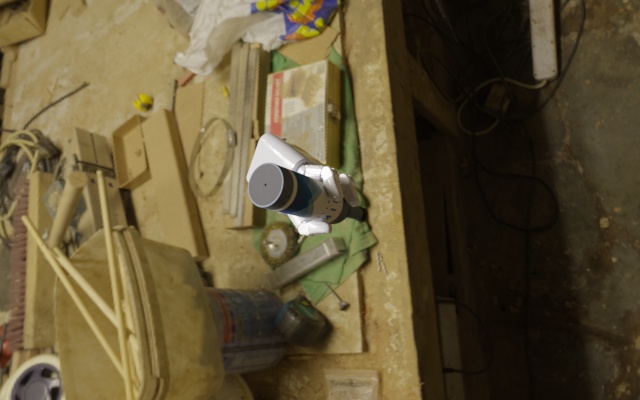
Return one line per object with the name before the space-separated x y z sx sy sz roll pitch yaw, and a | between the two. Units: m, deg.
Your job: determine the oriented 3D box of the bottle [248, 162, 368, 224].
bottle | 0.000 0.003 0.806 0.069 0.069 0.296 0 -10 33
